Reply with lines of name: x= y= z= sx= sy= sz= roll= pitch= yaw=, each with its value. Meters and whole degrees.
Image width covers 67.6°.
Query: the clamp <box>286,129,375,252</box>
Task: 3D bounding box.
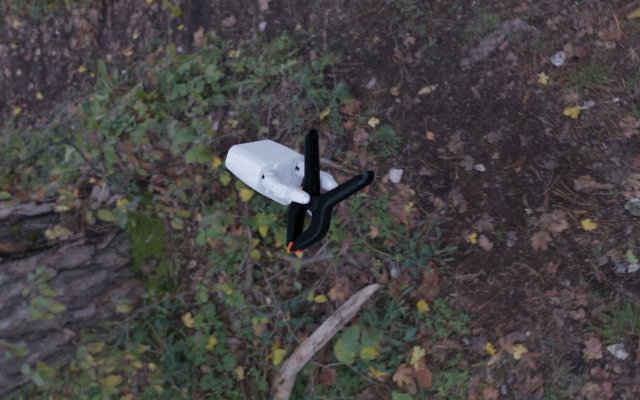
clamp: x=-0.001 y=0.003 z=0.798 sx=0.036 sy=0.210 sz=0.164 roll=6 pitch=20 yaw=-45
